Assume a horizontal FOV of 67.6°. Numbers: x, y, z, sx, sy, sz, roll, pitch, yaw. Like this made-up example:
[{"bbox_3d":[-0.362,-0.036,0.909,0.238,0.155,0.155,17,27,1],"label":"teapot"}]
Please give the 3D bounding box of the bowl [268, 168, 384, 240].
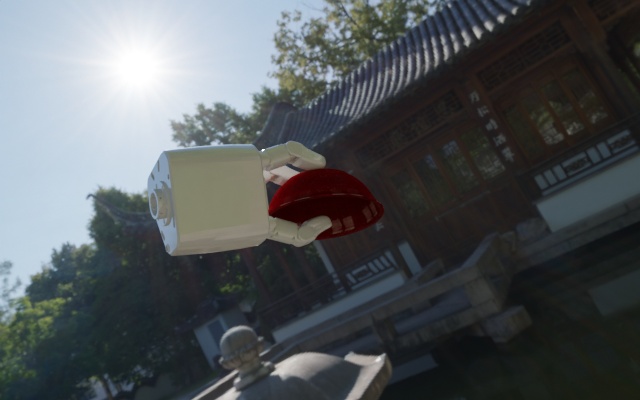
[{"bbox_3d":[0.001,0.002,0.631,0.162,0.055,0.162,-6,-23,-2],"label":"bowl"}]
